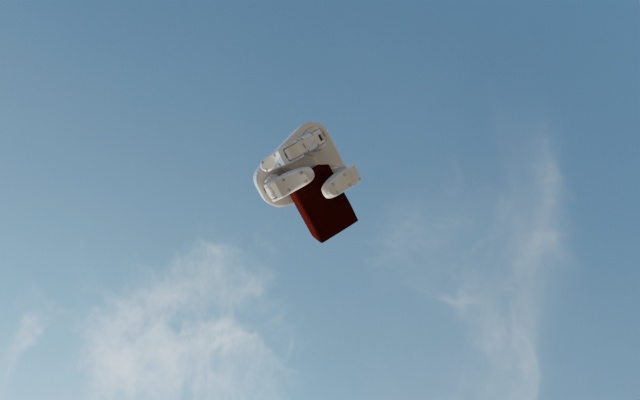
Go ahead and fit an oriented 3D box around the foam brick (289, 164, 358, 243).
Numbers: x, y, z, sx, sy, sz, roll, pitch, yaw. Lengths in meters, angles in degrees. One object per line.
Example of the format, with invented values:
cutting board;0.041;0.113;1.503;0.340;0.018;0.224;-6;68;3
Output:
foam brick;0.000;0.002;0.568;0.053;0.078;0.051;-29;9;-10
